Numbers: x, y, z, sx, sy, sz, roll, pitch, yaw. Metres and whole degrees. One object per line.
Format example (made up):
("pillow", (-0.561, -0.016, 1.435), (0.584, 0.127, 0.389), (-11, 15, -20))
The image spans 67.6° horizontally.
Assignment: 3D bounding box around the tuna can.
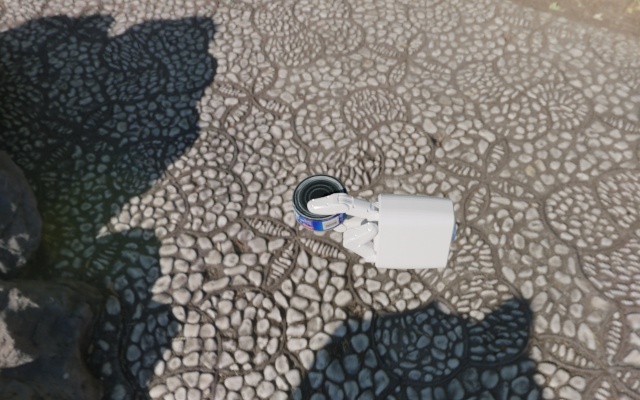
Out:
("tuna can", (0.000, 0.002, 0.718), (0.086, 0.086, 0.034), (0, -34, 6))
